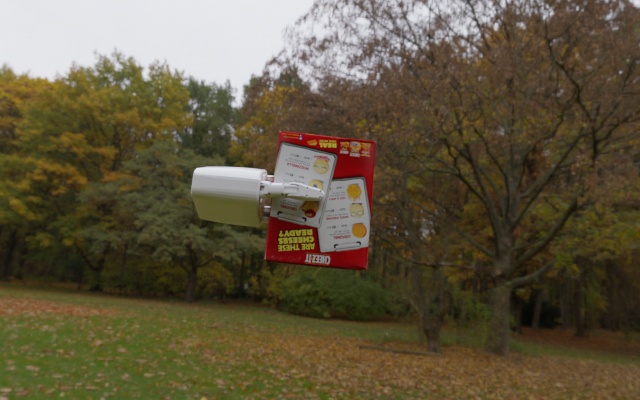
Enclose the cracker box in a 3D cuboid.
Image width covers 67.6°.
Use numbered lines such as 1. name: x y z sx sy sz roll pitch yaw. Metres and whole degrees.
1. cracker box: 0.000 0.002 0.793 0.164 0.213 0.072 6 -11 -2
